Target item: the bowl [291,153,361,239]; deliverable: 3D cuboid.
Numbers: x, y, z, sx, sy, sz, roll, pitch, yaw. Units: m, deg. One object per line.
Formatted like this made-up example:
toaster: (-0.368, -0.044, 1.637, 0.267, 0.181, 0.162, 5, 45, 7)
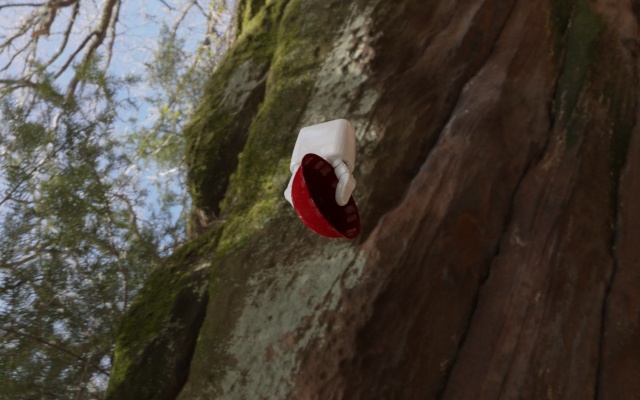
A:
bowl: (0.000, 0.004, 0.801, 0.055, 0.162, 0.162, -31, -13, 23)
